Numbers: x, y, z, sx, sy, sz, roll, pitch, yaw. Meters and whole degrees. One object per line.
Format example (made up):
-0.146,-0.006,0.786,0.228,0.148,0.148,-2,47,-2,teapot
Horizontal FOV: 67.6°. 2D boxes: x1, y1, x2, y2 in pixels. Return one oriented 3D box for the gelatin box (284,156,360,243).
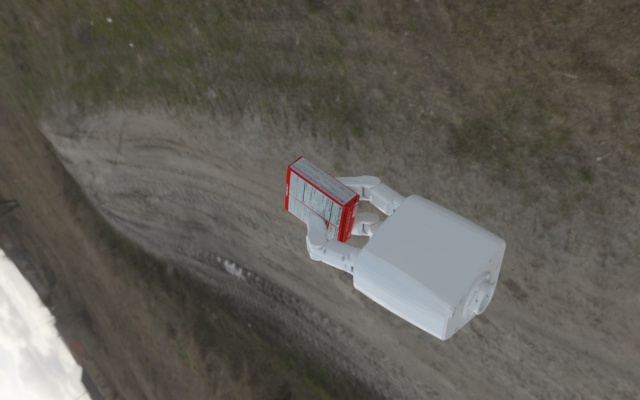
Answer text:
0.000,0.002,0.552,0.089,0.073,0.030,35,54,22,gelatin box
